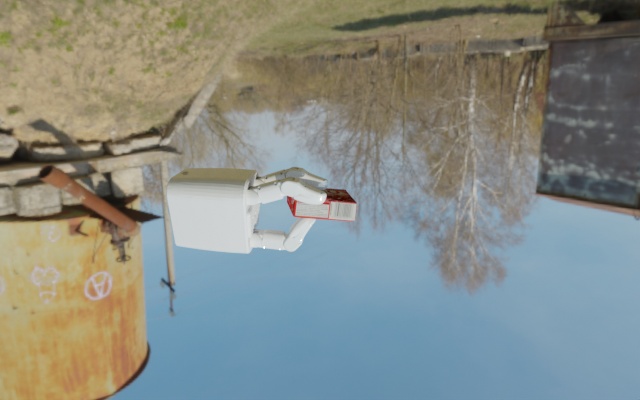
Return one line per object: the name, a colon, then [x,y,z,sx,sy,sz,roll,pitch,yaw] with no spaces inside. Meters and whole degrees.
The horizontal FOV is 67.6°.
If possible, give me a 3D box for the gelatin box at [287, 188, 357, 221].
gelatin box: [0.000,0.003,0.672,0.089,0.030,0.073,5,15,-11]
